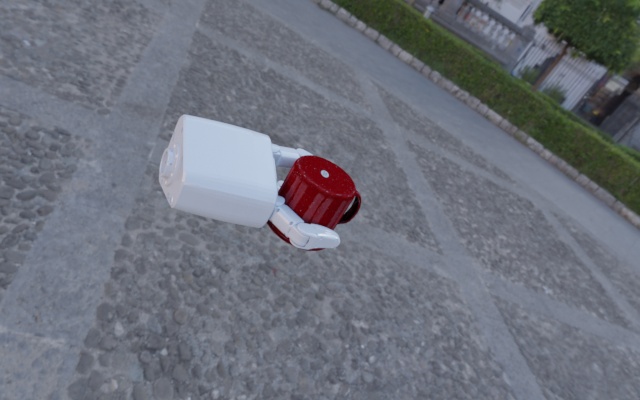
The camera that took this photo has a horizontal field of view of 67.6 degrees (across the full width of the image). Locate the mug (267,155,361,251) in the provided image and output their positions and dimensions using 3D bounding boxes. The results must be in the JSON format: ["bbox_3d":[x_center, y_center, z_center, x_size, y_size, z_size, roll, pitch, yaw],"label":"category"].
[{"bbox_3d":[0.001,0.002,0.581,0.117,0.081,0.093,12,34,-32],"label":"mug"}]
